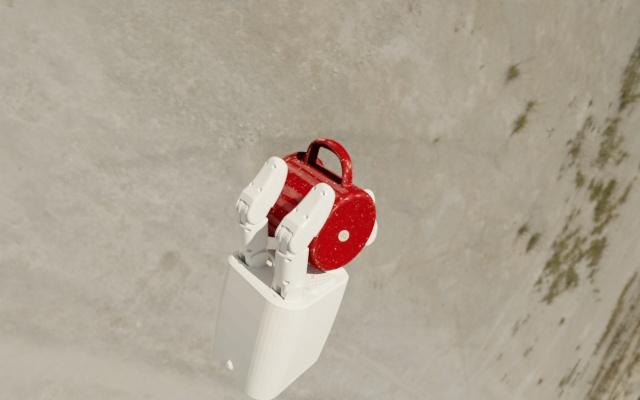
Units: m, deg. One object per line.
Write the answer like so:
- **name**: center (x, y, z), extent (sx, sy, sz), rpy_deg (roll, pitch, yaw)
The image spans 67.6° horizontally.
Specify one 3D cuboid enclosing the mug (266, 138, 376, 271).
- **mug**: center (0.001, 0.000, 0.439), extent (0.093, 0.117, 0.081), rpy_deg (-6, 30, -45)
